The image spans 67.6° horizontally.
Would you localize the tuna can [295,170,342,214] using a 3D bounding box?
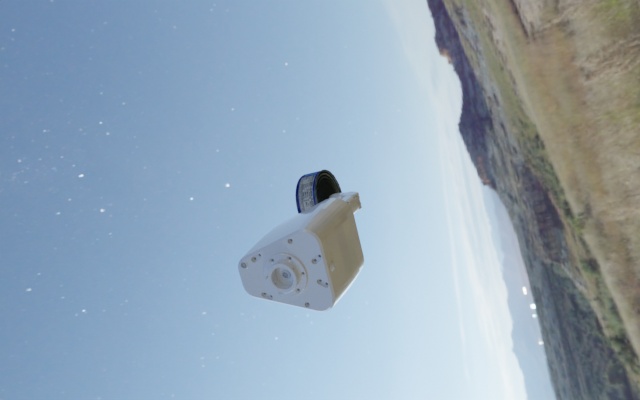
[{"bbox_3d":[0.000,0.002,0.663,0.034,0.086,0.086,-12,-5,26],"label":"tuna can"}]
